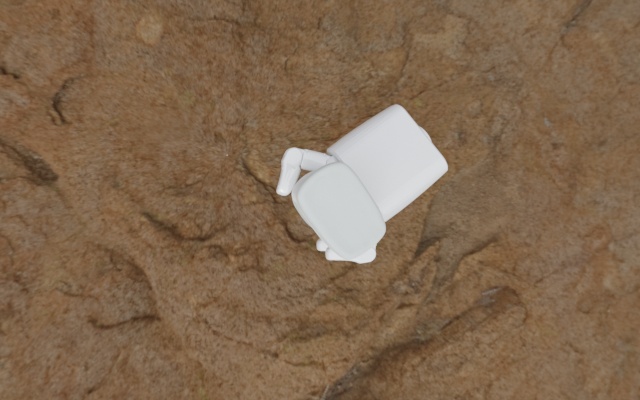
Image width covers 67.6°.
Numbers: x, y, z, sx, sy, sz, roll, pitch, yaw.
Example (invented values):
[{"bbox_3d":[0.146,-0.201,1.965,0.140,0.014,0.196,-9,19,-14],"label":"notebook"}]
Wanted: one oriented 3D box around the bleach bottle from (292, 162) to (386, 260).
[{"bbox_3d":[0.000,0.002,0.599,0.068,0.102,0.251,-37,11,-6],"label":"bleach bottle"}]
